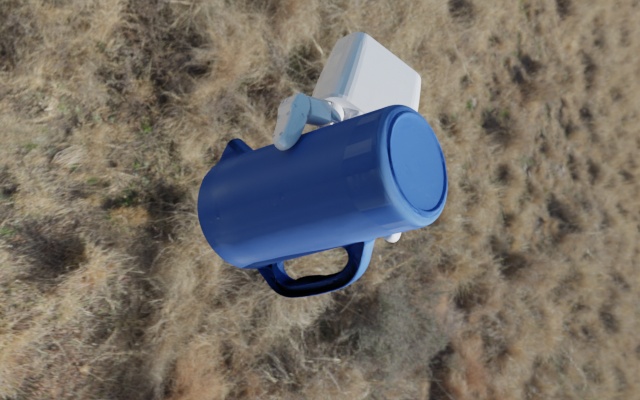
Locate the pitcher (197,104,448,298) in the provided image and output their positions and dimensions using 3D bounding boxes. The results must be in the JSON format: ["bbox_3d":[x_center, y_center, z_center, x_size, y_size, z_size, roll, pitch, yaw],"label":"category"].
[{"bbox_3d":[0.000,0.001,0.482,0.243,0.145,0.149,-15,-43,42],"label":"pitcher"}]
